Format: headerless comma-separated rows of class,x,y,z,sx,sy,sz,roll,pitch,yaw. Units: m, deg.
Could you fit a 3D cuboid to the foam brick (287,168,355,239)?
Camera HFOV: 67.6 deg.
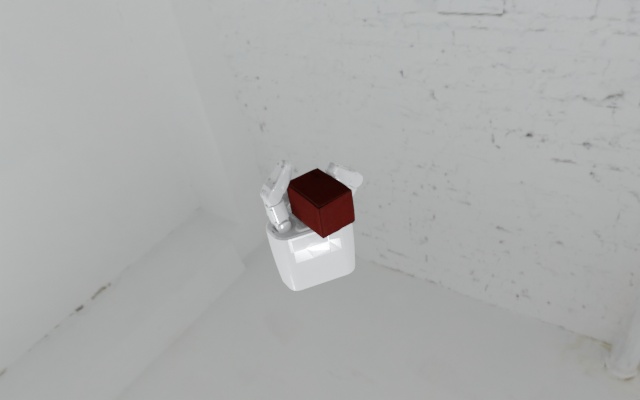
foam brick,0.000,0.002,0.613,0.053,0.051,0.078,-27,38,-24
